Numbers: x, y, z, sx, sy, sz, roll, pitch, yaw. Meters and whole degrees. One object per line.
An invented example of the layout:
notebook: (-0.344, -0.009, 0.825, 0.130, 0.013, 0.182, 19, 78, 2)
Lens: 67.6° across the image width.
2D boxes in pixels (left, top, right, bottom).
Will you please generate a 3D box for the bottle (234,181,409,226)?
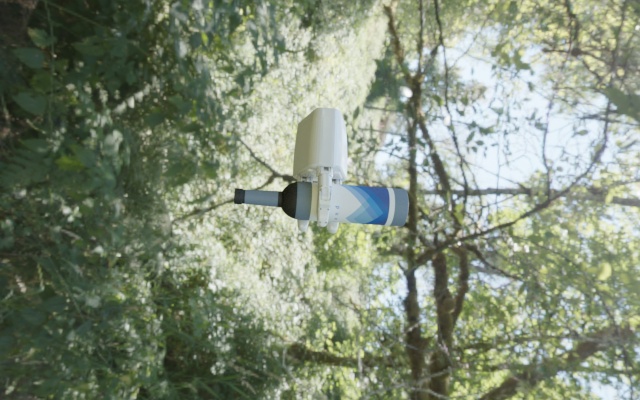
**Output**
bottle: (0.000, 0.003, 0.827, 0.296, 0.069, 0.069, 4, -1, -7)
